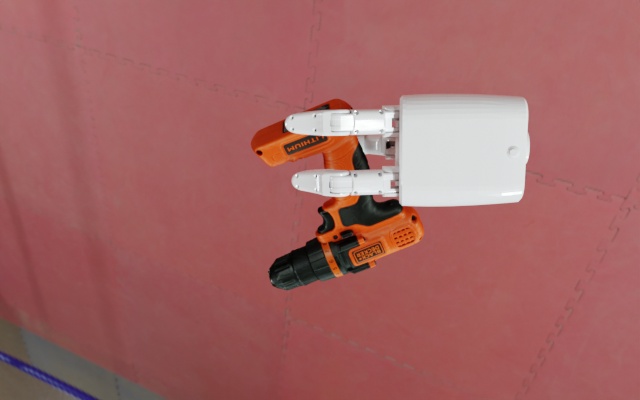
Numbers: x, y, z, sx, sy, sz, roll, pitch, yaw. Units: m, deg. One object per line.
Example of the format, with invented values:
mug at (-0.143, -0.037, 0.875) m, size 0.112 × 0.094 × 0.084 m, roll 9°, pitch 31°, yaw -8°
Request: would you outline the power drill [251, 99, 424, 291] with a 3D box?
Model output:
power drill at (0.000, 0.001, 0.510) m, size 0.184 × 0.188 × 0.057 m, roll -23°, pitch 29°, yaw 6°
